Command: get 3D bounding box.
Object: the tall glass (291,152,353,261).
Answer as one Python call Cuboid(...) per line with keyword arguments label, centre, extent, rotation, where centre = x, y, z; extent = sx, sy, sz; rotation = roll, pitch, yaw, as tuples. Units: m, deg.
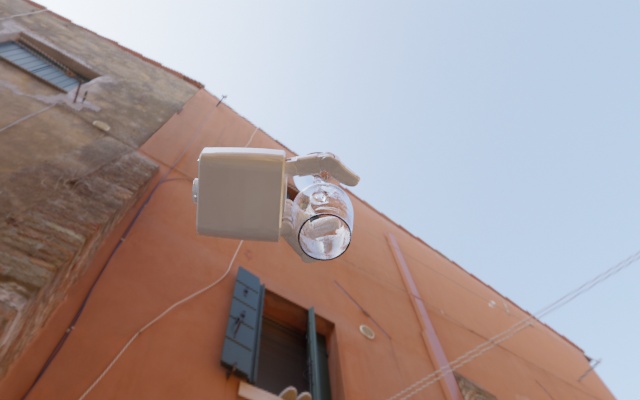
Cuboid(label="tall glass", centre=(0.000, 0.002, 0.634), extent=(0.079, 0.079, 0.201), rotation=(0, 24, -3))
